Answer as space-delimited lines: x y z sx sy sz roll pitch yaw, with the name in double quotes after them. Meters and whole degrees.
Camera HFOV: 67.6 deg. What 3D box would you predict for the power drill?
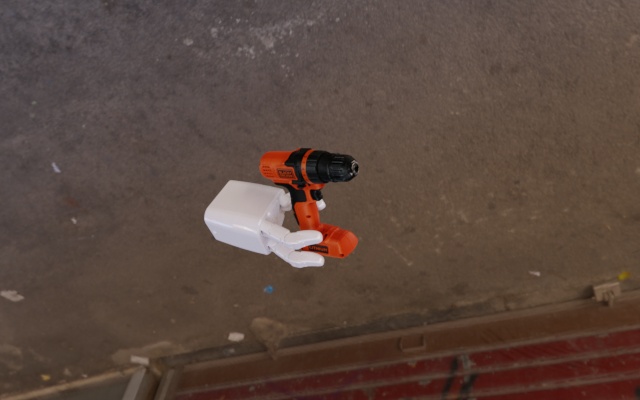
0.000 0.003 0.772 0.184 0.188 0.057 7 37 40 "power drill"
